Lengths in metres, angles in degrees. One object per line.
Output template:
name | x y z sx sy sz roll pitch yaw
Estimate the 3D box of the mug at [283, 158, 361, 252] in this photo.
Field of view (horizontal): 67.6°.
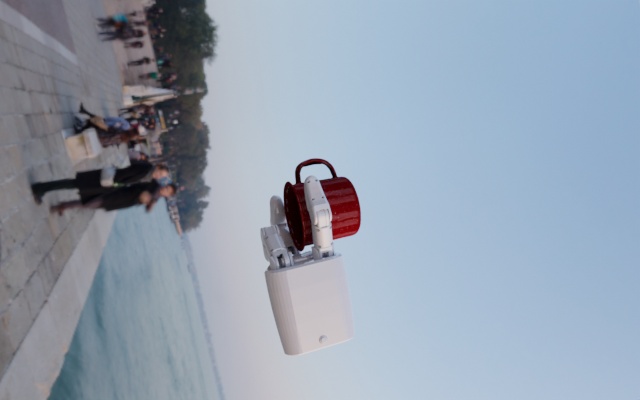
mug | 0.000 0.001 0.632 0.081 0.117 0.093 -11 2 -16
